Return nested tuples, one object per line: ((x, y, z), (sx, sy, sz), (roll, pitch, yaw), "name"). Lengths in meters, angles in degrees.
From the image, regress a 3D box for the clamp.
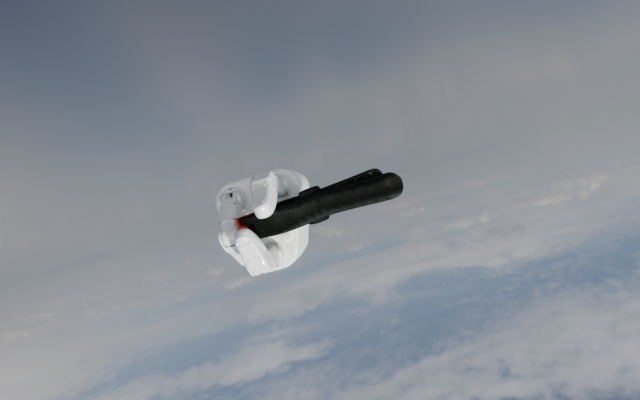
((0.000, 0.002, 0.499), (0.171, 0.039, 0.120), (-16, 1, 9), "clamp")
